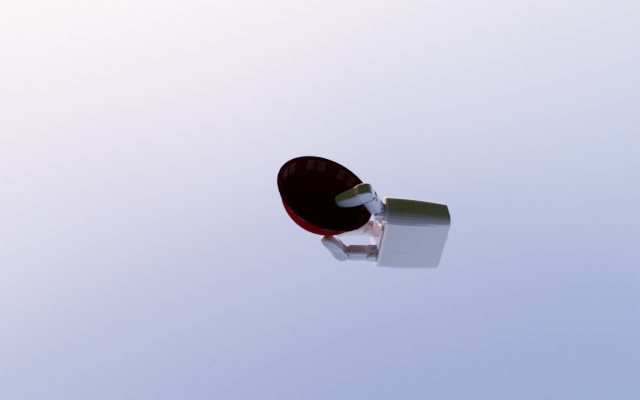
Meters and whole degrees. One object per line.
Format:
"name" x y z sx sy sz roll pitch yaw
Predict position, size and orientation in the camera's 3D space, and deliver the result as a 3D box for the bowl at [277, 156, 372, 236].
"bowl" -0.001 0.002 0.764 0.162 0.162 0.055 0 -41 -28
